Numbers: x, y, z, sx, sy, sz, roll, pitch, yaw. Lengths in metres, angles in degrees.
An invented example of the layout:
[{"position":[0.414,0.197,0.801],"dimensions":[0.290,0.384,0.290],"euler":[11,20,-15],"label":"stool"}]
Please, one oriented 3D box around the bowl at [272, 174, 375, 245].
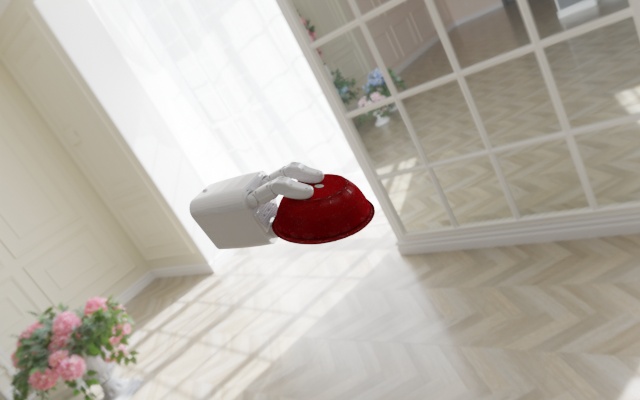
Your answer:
[{"position":[0.001,0.002,0.726],"dimensions":[0.162,0.055,0.162],"euler":[-8,26,4],"label":"bowl"}]
